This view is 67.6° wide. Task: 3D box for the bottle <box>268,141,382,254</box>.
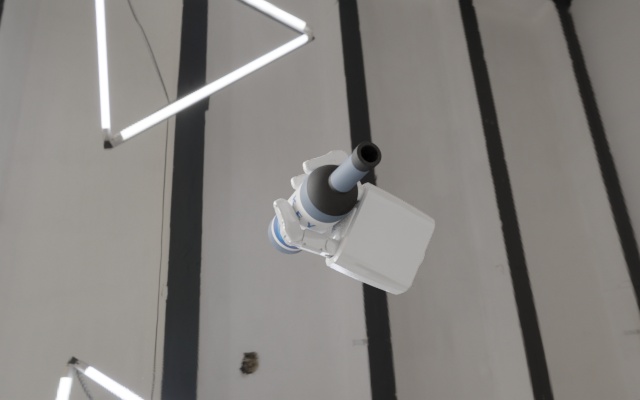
[{"bbox_3d":[0.000,0.002,0.603,0.069,0.069,0.296,0,-19,-20],"label":"bottle"}]
